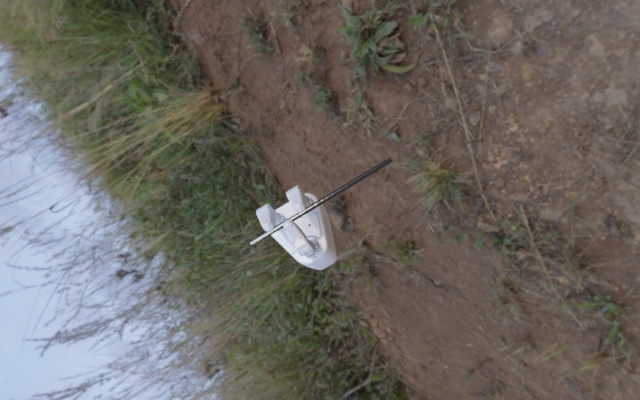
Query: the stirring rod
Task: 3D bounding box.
[{"bbox_3d":[0.000,0.002,0.700,0.239,0.011,0.011,-31,-2,3],"label":"stirring rod"}]
